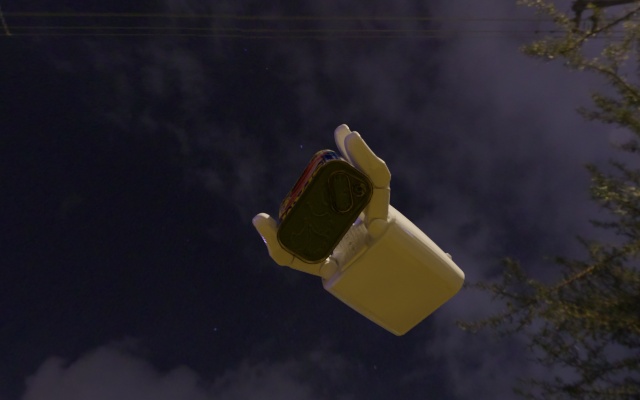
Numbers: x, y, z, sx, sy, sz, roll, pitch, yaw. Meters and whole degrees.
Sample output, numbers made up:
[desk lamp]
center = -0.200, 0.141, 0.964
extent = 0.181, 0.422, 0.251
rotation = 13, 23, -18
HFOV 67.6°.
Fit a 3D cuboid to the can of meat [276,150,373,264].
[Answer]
[can of meat]
center = 0.000, 0.002, 0.483
extent = 0.057, 0.102, 0.084
rotation = 33, 9, -13
